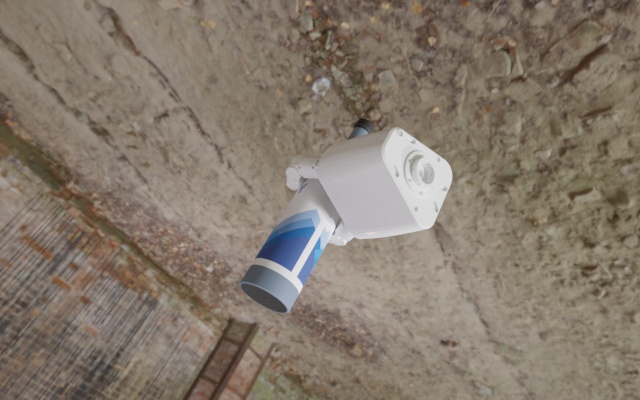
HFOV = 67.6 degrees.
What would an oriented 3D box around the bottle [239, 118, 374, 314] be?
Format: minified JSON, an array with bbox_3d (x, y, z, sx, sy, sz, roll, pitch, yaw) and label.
[{"bbox_3d":[0.000,0.002,0.623,0.069,0.295,0.069,23,-29,14],"label":"bottle"}]
